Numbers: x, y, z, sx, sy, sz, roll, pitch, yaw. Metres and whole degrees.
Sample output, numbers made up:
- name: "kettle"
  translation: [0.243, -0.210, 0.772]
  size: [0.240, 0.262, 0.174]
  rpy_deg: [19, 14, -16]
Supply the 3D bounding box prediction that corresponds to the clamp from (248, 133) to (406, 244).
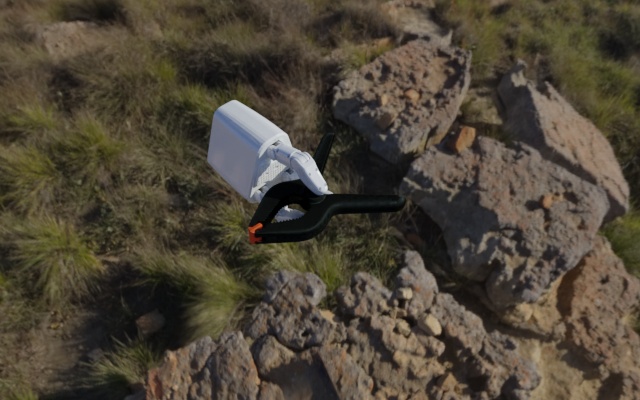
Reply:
- name: "clamp"
  translation: [0.000, 0.002, 0.639]
  size: [0.164, 0.036, 0.210]
  rpy_deg: [38, 59, 24]
